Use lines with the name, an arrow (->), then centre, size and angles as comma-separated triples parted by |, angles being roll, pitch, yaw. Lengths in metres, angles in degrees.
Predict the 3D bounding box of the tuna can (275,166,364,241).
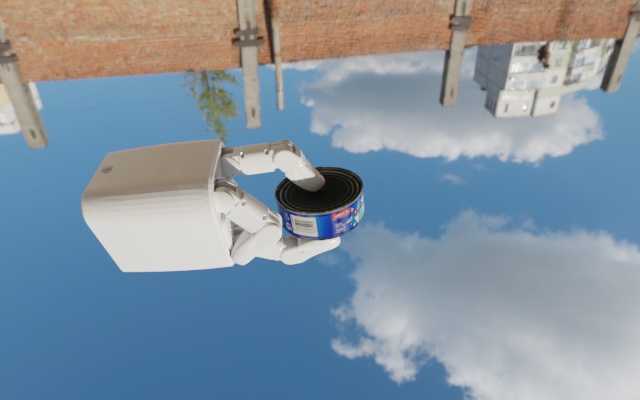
tuna can -> 0.000, 0.002, 0.469 | 0.086, 0.034, 0.086 | -5, 32, 3
